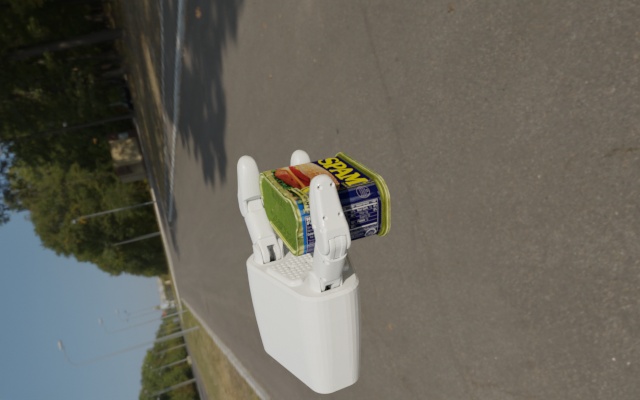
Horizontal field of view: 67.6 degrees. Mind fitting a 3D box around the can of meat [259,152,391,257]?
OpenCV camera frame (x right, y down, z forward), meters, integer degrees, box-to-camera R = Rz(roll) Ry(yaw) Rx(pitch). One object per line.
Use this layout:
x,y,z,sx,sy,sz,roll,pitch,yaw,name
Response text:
0.000,0.001,0.425,0.084,0.057,0.102,-14,27,-20,can of meat
